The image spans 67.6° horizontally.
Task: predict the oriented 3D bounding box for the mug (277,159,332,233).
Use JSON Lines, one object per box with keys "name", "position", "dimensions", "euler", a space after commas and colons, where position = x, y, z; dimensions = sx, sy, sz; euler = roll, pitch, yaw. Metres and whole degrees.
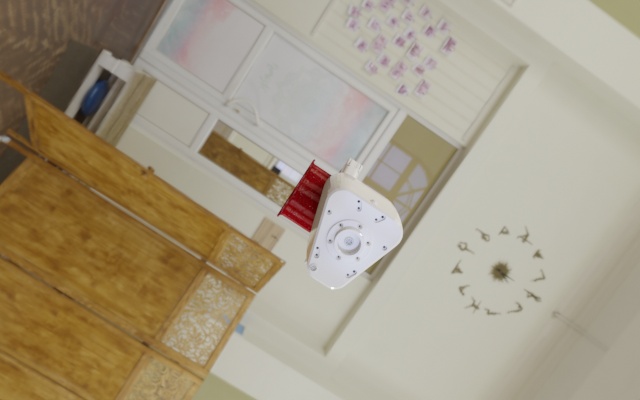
{"name": "mug", "position": [0.000, 0.002, 0.664], "dimensions": [0.081, 0.093, 0.117], "euler": [33, 11, -4]}
